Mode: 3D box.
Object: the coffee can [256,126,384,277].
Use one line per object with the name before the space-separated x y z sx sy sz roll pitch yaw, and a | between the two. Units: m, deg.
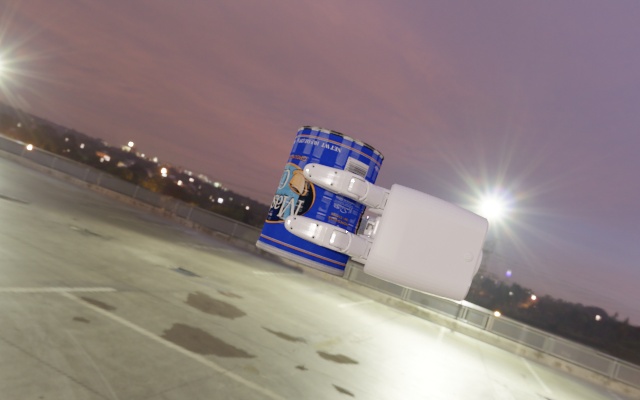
coffee can | 0.000 0.002 0.533 0.103 0.140 0.103 19 -5 2
